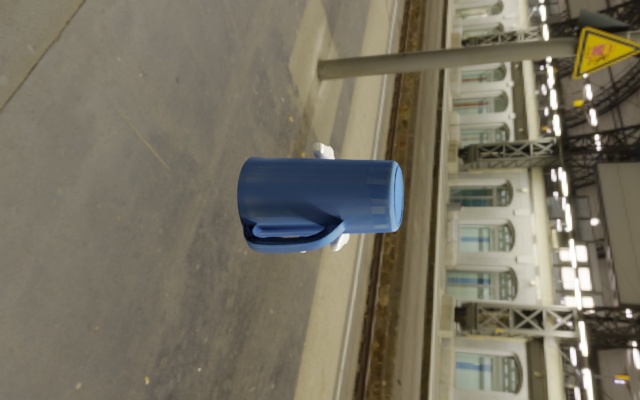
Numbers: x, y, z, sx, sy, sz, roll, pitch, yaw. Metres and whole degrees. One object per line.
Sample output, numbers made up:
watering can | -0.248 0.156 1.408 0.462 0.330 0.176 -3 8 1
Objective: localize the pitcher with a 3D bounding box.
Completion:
pitcher | 0.000 0.002 0.742 0.243 0.149 0.145 0 0 17
